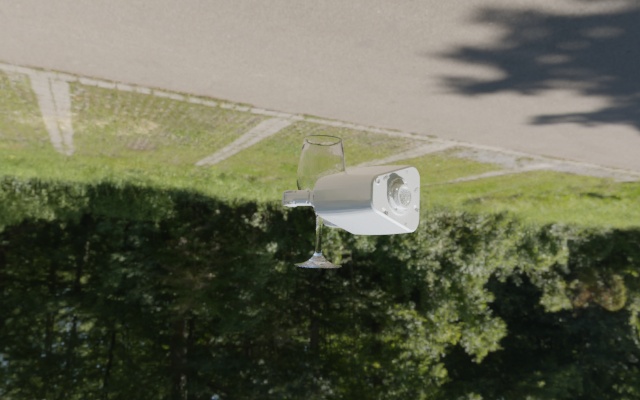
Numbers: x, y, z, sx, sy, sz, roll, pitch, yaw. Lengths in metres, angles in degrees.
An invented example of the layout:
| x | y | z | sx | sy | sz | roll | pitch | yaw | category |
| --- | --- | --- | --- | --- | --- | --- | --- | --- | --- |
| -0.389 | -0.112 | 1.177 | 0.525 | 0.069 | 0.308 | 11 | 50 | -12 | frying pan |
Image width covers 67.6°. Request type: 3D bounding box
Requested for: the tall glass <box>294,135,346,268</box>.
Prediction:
| x | y | z | sx | sy | sz | roll | pitch | yaw | category |
| --- | --- | --- | --- | --- | --- | --- | --- | --- | --- |
| 0.000 | 0.003 | 0.745 | 0.079 | 0.201 | 0.079 | 2 | -5 | 0 | tall glass |
